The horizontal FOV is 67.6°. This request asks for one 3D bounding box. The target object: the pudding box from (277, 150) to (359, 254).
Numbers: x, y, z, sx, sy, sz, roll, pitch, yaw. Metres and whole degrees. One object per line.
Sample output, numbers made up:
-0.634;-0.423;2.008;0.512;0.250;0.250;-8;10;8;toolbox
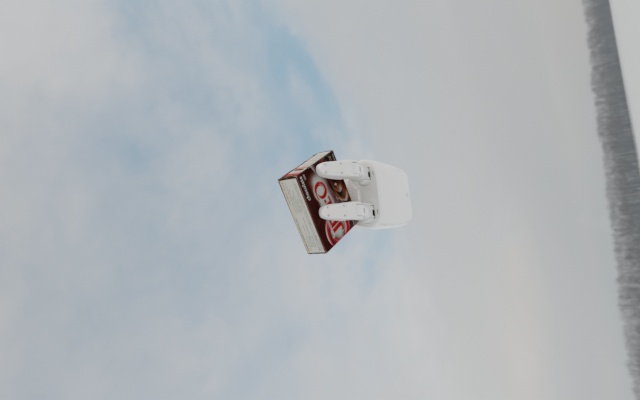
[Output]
0.000;0.002;0.636;0.039;0.113;0.090;-11;19;38;pudding box
